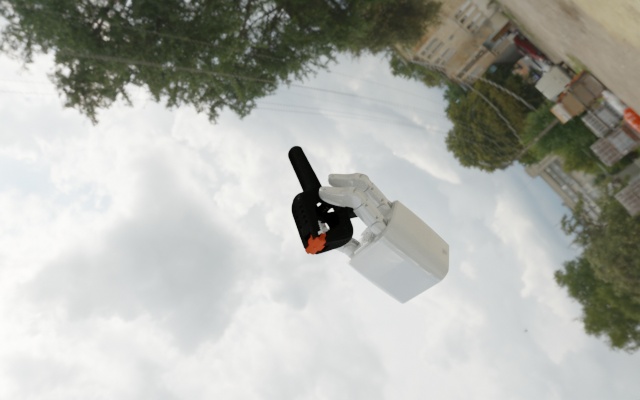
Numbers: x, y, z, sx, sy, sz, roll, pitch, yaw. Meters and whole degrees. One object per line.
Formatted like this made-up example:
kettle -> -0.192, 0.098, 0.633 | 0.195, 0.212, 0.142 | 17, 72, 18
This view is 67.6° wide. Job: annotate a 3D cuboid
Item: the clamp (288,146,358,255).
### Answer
clamp -> 0.000, 0.003, 0.670 | 0.164, 0.036, 0.210 | 37, 27, -4
